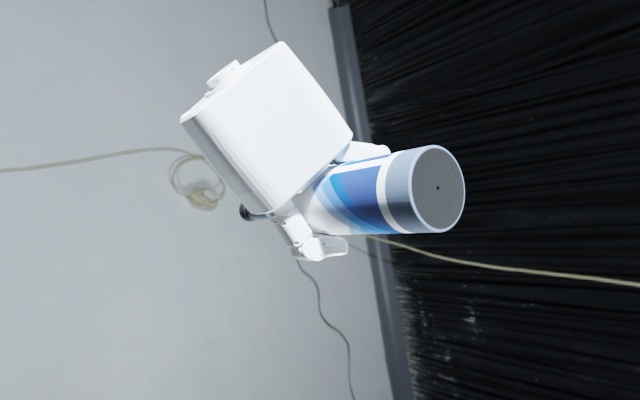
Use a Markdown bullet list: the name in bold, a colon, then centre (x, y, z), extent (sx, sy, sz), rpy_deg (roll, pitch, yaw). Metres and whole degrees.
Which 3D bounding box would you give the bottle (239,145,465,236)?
- **bottle**: centre (0.000, 0.002, 0.477), extent (0.069, 0.069, 0.296), rpy_deg (0, -4, -38)
